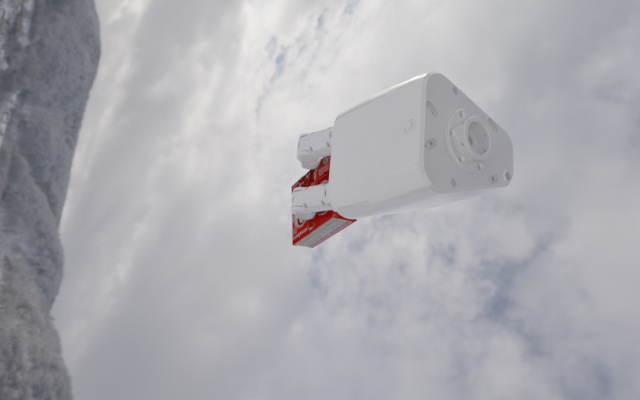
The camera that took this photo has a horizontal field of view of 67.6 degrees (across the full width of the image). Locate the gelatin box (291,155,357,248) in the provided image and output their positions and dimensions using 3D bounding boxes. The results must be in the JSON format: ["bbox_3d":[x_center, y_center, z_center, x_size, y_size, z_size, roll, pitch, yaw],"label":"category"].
[{"bbox_3d":[0.000,0.002,0.507,0.030,0.073,0.089,12,-29,-28],"label":"gelatin box"}]
